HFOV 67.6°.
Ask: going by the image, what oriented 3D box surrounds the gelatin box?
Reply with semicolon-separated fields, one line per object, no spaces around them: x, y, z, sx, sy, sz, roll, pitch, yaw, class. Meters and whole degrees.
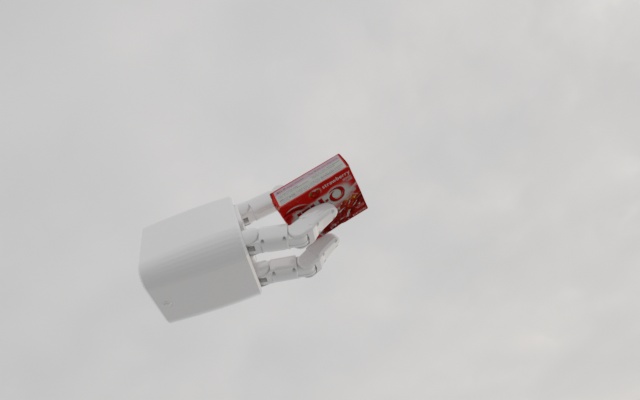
0.000;0.001;0.521;0.089;0.073;0.030;-31;45;-2;gelatin box
